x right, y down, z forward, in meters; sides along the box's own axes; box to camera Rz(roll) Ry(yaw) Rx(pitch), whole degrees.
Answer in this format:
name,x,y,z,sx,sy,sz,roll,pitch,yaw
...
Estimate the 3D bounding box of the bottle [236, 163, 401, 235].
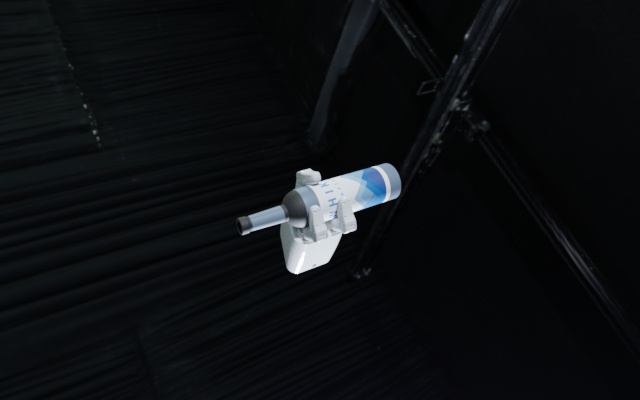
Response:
name,x,y,z,sx,sy,sz,roll,pitch,yaw
bottle,0.000,0.003,0.807,0.295,0.069,0.069,-17,8,-26
